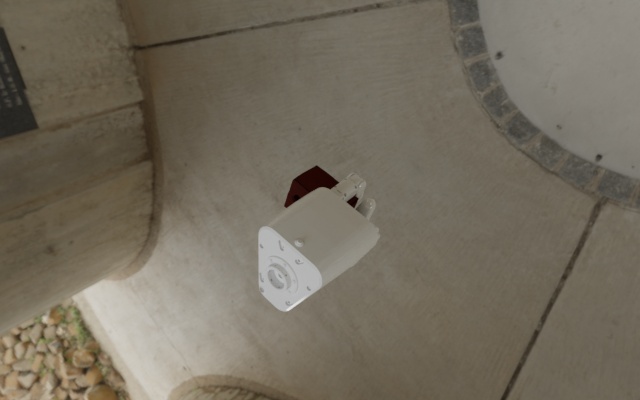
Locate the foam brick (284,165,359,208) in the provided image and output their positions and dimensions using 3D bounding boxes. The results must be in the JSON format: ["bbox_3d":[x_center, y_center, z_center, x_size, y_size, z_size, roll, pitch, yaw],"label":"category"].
[{"bbox_3d":[0.000,0.002,0.629,0.078,0.053,0.051,39,45,18],"label":"foam brick"}]
